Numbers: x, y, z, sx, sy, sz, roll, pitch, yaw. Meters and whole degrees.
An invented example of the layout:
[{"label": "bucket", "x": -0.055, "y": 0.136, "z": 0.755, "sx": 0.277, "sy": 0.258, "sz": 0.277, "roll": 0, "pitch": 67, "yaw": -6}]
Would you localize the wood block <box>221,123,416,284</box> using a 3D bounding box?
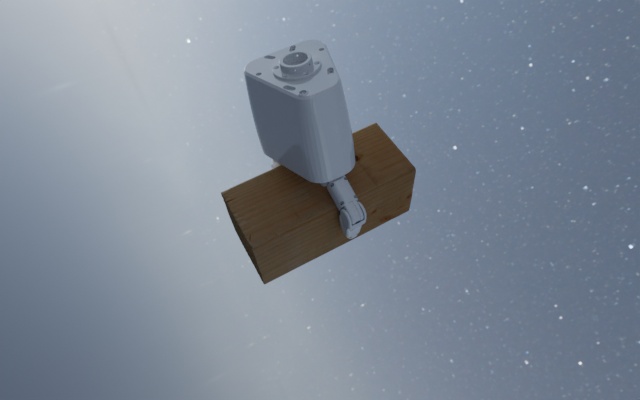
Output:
[{"label": "wood block", "x": 0.000, "y": 0.002, "z": 0.573, "sx": 0.206, "sy": 0.090, "sz": 0.090, "roll": -26, "pitch": -32, "yaw": -14}]
